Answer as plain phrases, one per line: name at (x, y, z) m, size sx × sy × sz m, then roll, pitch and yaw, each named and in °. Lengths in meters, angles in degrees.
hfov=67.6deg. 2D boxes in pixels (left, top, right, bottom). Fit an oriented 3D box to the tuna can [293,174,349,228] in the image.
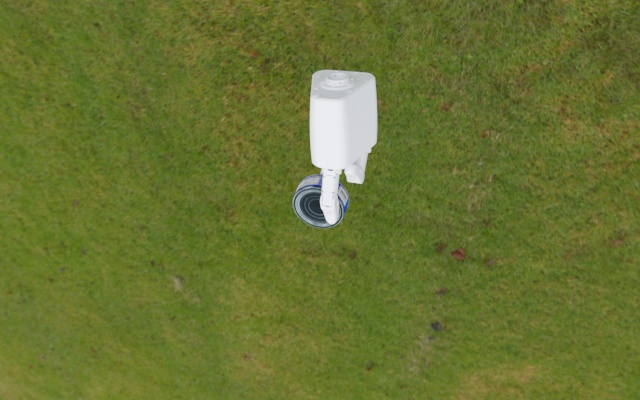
tuna can at (0.000, 0.003, 0.753) m, size 0.086 × 0.086 × 0.033 m, roll 0°, pitch 38°, yaw 19°
